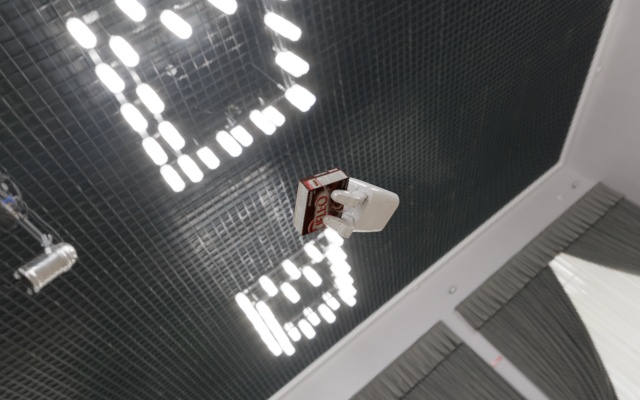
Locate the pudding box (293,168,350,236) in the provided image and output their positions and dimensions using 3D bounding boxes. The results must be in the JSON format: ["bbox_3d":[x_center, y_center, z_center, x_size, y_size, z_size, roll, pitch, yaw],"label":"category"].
[{"bbox_3d":[0.000,0.003,0.867,0.090,0.114,0.039,-20,46,-30],"label":"pudding box"}]
